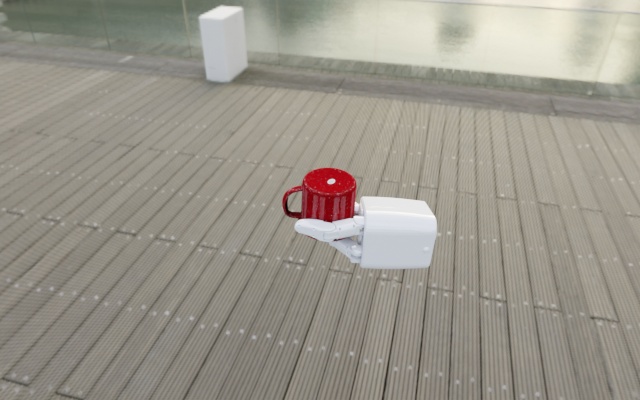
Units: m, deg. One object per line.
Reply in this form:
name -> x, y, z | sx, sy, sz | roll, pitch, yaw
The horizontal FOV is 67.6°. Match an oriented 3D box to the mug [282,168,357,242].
mug -> -0.001, 0.002, 0.729 | 0.117, 0.082, 0.093 | 2, 34, -2
